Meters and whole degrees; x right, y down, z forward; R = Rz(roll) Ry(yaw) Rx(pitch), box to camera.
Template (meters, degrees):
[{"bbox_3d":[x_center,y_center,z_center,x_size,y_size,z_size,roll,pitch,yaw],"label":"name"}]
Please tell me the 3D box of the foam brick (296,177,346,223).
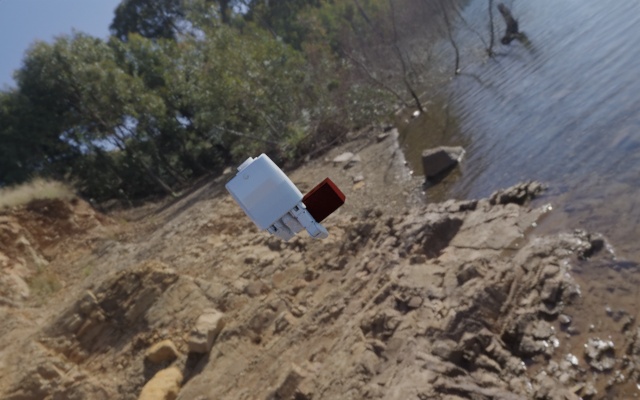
[{"bbox_3d":[0.000,0.003,0.872,0.078,0.051,0.053,-38,7,11],"label":"foam brick"}]
